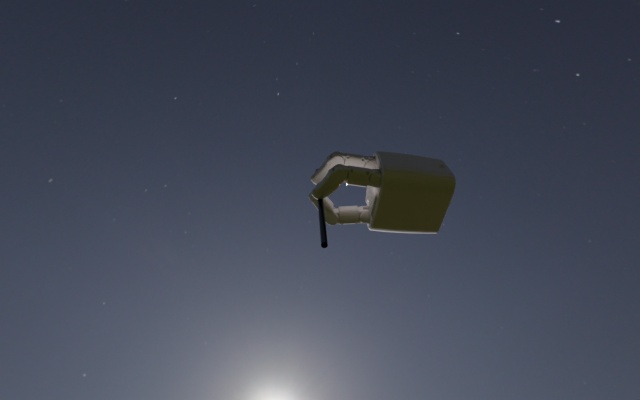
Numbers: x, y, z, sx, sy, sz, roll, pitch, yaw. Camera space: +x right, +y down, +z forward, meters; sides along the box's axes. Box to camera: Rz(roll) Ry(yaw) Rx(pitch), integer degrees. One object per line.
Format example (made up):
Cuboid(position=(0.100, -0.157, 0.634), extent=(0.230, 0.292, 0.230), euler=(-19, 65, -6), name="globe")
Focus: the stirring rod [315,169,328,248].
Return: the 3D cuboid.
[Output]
Cuboid(position=(0.000, 0.002, 0.664), extent=(0.011, 0.011, 0.239), euler=(0, 24, -2), name="stirring rod")
